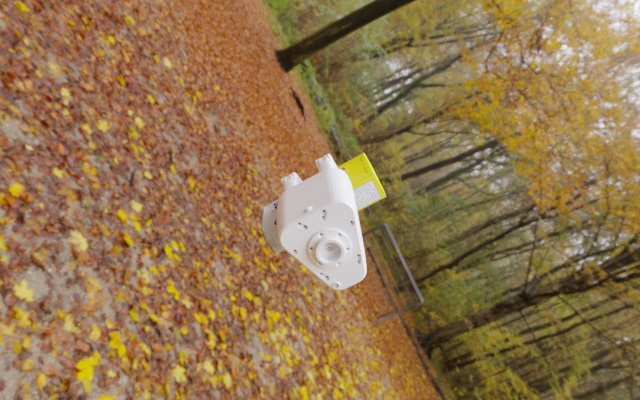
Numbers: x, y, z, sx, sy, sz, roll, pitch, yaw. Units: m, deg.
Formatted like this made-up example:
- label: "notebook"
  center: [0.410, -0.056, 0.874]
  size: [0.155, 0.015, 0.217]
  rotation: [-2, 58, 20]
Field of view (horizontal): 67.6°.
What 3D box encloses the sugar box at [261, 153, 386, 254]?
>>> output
- label: "sugar box"
  center: [0.000, 0.002, 0.687]
  size: [0.176, 0.048, 0.093]
  rotation: [-26, 23, 7]
